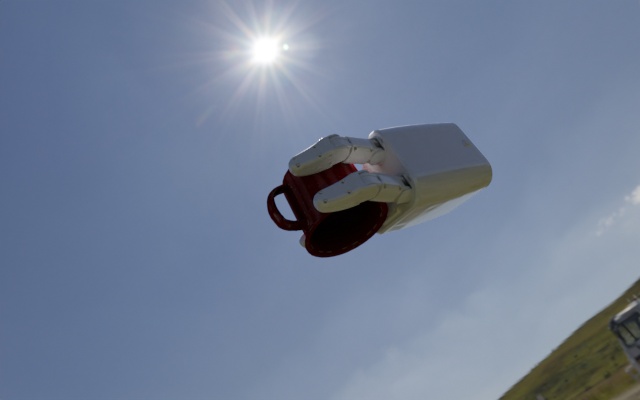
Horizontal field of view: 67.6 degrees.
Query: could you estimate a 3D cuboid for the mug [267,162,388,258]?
[{"bbox_3d":[-0.001,0.002,0.493,0.117,0.081,0.093,-11,-38,-26],"label":"mug"}]
